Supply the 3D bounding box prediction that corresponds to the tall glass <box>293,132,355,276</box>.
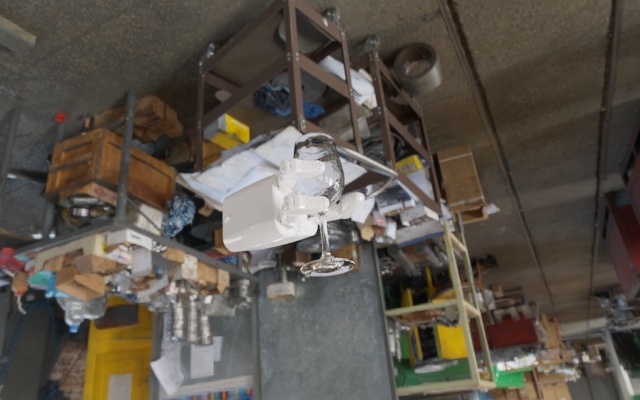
[{"bbox_3d":[0.000,0.003,0.688,0.079,0.201,0.079,-5,-25,-2],"label":"tall glass"}]
